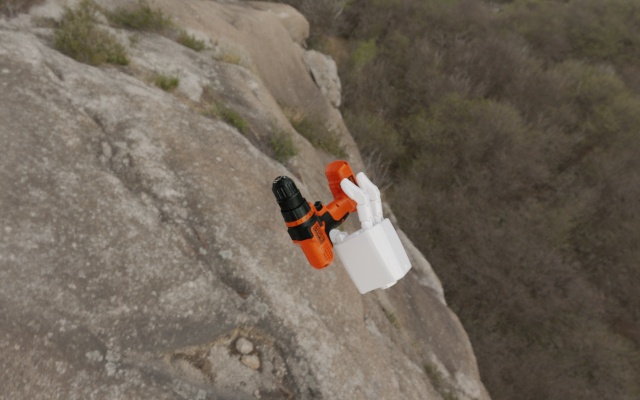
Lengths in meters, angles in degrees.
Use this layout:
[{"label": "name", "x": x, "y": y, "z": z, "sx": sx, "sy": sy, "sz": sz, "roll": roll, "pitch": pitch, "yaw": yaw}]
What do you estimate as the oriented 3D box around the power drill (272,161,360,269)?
[{"label": "power drill", "x": 0.001, "y": 0.003, "z": 0.873, "sx": 0.057, "sy": 0.184, "sz": 0.187, "roll": -6, "pitch": 28, "yaw": 39}]
